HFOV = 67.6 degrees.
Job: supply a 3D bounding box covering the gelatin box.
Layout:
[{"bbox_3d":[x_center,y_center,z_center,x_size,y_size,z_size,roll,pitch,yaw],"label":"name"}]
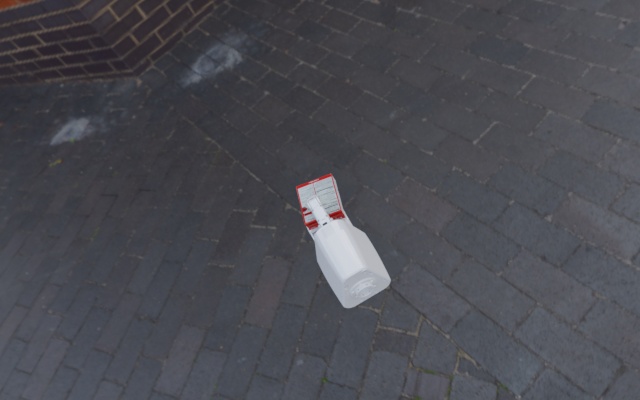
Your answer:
[{"bbox_3d":[0.000,0.002,0.887,0.073,0.089,0.030,-21,-32,10],"label":"gelatin box"}]
